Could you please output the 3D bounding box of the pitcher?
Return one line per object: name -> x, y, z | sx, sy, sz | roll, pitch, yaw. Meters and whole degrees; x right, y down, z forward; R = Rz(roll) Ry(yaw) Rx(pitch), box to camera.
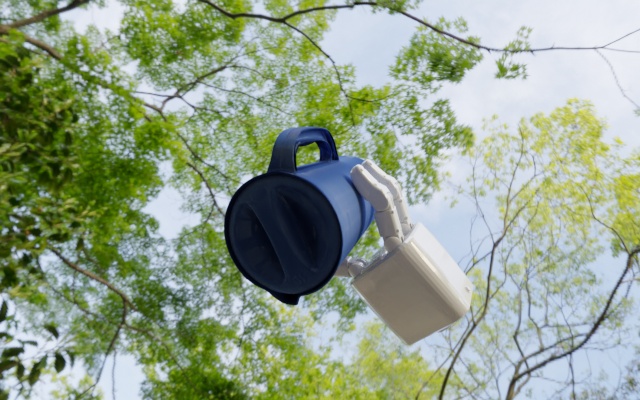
pitcher -> 0.000, 0.002, 0.584 | 0.149, 0.145, 0.242 | -46, -6, 24
